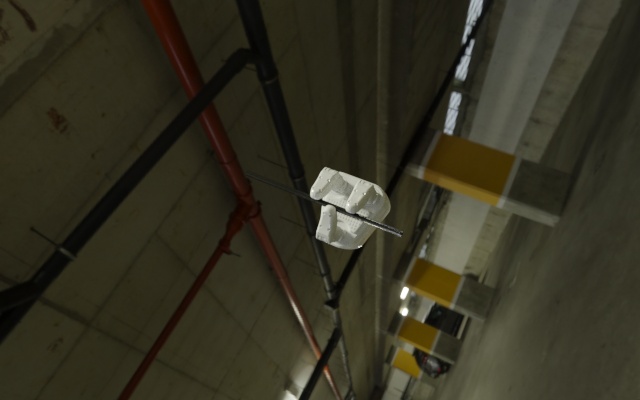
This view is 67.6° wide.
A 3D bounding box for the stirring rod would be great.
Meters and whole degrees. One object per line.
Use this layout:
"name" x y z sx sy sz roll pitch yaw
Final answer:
"stirring rod" 0.000 0.002 0.660 0.239 0.011 0.011 22 7 17
